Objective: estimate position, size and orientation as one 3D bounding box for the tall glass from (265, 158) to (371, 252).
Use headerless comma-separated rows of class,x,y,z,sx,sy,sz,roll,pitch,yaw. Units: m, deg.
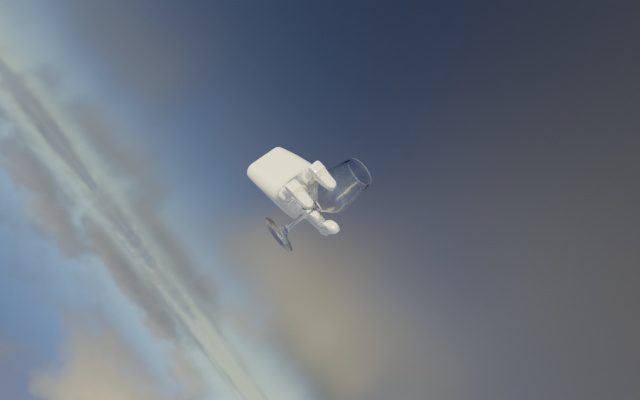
tall glass,0.000,0.003,0.862,0.201,0.079,0.079,-37,14,-20
